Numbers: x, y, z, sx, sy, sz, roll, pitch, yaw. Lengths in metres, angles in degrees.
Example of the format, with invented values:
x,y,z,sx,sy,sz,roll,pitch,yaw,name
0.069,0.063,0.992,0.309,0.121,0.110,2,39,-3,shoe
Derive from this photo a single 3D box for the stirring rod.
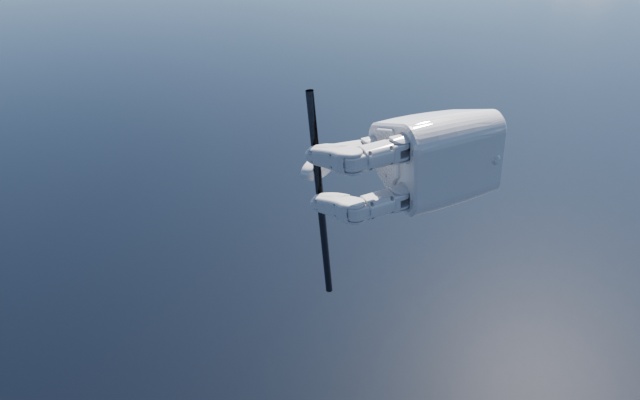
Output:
x,y,z,sx,sy,sz,roll,pitch,yaw,name
0.000,0.002,0.503,0.011,0.240,0.011,-4,30,2,stirring rod
